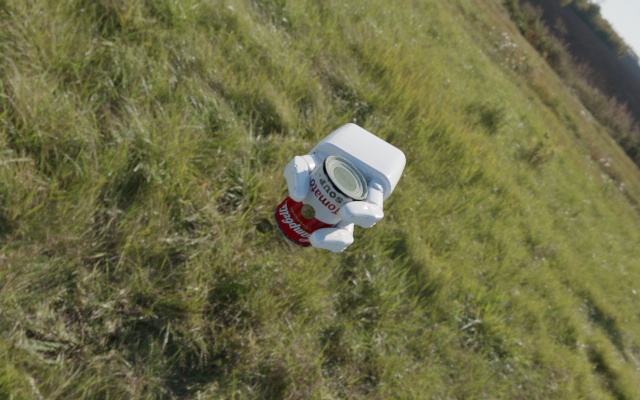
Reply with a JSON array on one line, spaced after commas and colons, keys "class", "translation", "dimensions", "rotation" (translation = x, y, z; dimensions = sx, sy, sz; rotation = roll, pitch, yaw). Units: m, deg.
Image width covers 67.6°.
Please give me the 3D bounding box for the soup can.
[{"class": "soup can", "translation": [0.000, 0.002, 0.578], "dimensions": [0.068, 0.068, 0.102], "rotation": [0, -35, -48]}]
